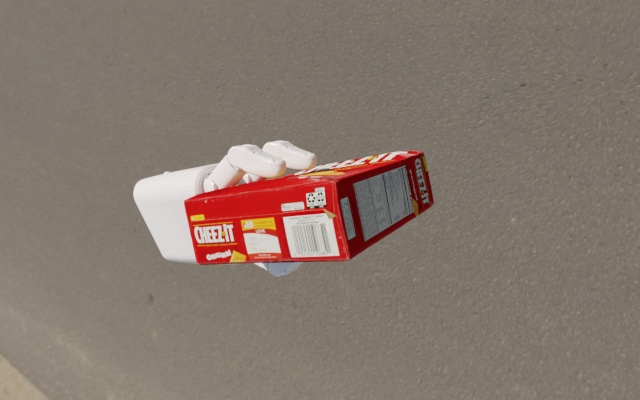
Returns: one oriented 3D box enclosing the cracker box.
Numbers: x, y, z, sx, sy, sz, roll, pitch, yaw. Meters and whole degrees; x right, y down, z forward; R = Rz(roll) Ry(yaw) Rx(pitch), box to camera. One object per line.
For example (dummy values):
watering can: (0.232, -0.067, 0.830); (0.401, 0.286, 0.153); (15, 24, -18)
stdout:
cracker box: (0.000, 0.002, 0.484); (0.164, 0.072, 0.213); (-6, 8, 32)
